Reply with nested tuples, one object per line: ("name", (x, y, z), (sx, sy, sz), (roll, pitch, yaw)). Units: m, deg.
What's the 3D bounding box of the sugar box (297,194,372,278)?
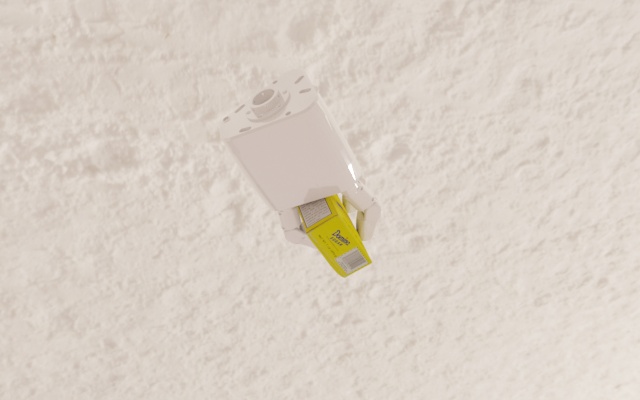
("sugar box", (0.001, 0.002, 0.580), (0.048, 0.093, 0.176), (-29, 40, 7))
